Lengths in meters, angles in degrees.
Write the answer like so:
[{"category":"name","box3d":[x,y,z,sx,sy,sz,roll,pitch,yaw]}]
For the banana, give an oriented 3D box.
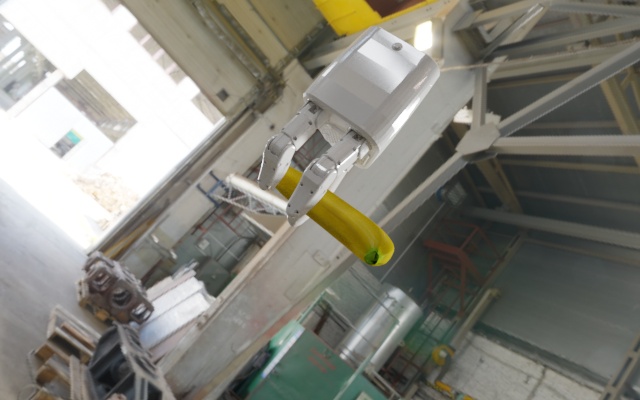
[{"category":"banana","box3d":[0.011,0.012,0.478,0.197,0.037,0.070,37,-5,44]}]
